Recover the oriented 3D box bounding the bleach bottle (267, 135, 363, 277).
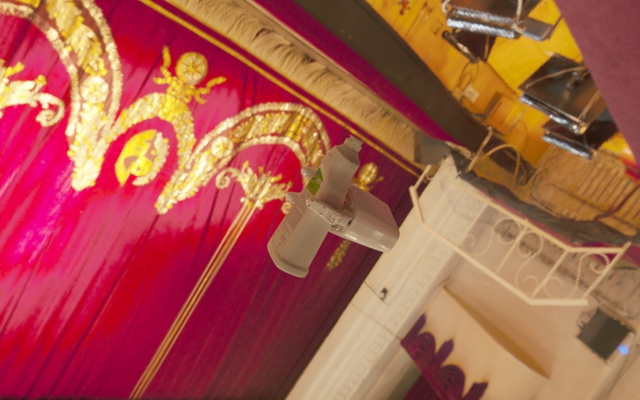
[{"bbox_3d":[0.000,0.003,0.829,0.068,0.251,0.102,26,11,-28],"label":"bleach bottle"}]
